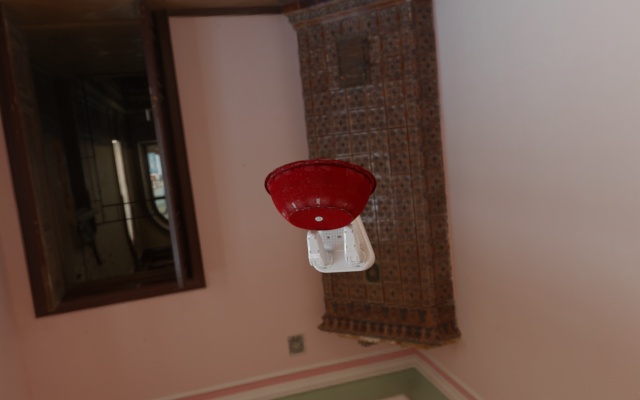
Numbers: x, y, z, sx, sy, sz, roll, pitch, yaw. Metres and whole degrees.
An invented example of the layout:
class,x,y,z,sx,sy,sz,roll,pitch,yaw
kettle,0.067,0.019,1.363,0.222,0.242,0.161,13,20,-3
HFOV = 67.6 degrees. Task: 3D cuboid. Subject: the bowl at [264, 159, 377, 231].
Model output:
class,x,y,z,sx,sy,sz,roll,pitch,yaw
bowl,0.000,0.002,0.676,0.162,0.055,0.162,0,-24,0
